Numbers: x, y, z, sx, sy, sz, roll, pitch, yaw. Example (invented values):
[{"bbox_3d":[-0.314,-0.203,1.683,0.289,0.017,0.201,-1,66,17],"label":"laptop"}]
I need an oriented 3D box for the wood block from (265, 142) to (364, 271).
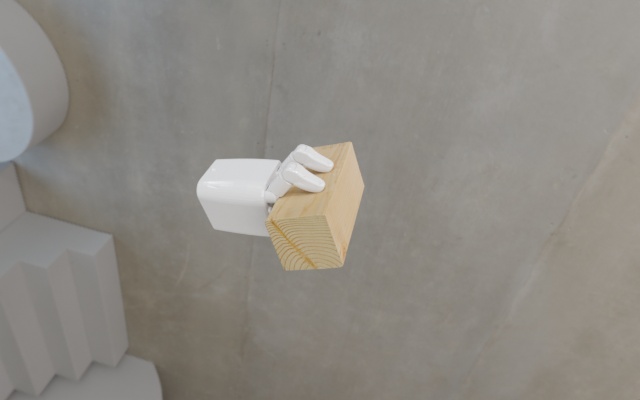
[{"bbox_3d":[0.000,0.003,0.723,0.090,0.091,0.206,-7,32,19],"label":"wood block"}]
